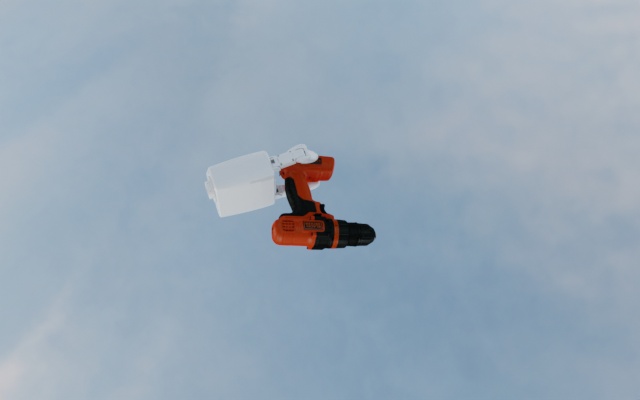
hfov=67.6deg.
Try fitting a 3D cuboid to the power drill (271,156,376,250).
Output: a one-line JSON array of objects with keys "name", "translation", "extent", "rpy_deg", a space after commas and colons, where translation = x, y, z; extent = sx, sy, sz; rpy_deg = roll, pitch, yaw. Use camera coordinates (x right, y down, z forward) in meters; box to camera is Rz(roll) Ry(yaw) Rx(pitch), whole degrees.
[{"name": "power drill", "translation": [0.000, 0.002, 0.864], "extent": [0.184, 0.187, 0.057], "rpy_deg": [4, -39, -15]}]
